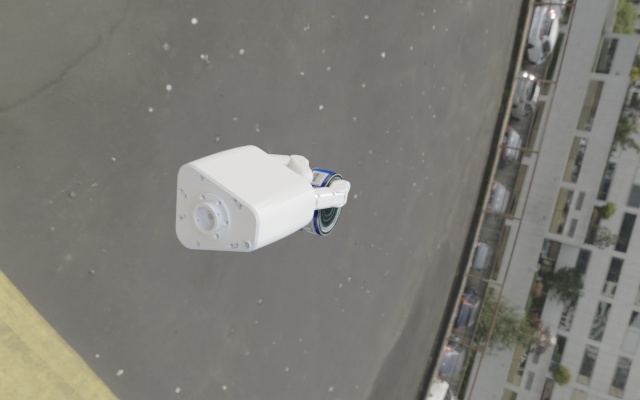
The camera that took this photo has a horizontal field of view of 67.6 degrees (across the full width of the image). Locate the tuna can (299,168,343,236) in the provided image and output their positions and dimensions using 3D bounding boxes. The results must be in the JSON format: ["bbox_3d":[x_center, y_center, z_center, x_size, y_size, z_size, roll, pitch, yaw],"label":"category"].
[{"bbox_3d":[0.001,0.002,0.625,0.034,0.086,0.086,13,5,23],"label":"tuna can"}]
